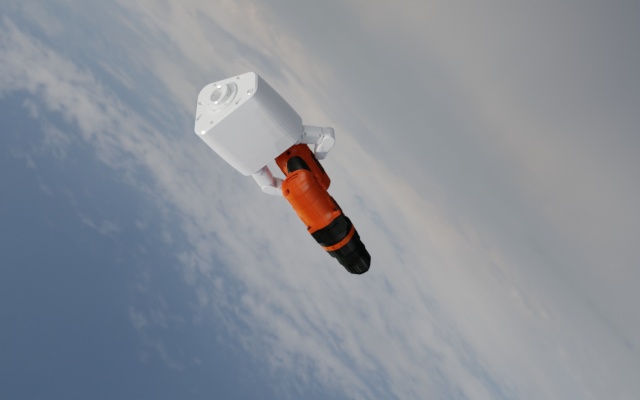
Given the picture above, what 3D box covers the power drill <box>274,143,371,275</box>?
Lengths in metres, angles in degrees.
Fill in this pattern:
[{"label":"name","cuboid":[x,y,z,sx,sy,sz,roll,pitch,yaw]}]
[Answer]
[{"label":"power drill","cuboid":[0.000,0.002,0.686,0.057,0.184,0.187,-33,31,4]}]
